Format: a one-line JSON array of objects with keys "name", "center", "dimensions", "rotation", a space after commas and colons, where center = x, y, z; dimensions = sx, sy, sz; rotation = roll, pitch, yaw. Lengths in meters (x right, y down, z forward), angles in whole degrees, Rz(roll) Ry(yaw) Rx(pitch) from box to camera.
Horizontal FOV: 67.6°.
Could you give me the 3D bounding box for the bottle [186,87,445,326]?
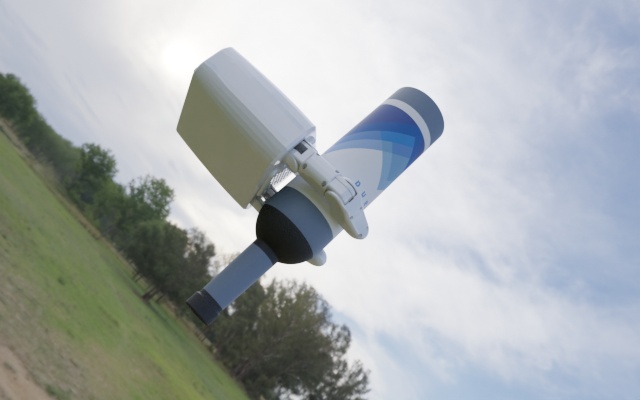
[{"name": "bottle", "center": [0.000, 0.001, 0.444], "dimensions": [0.295, 0.069, 0.069], "rotation": [-42, 18, -21]}]
